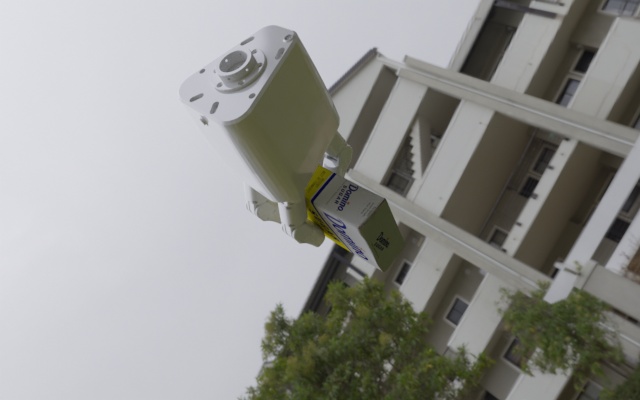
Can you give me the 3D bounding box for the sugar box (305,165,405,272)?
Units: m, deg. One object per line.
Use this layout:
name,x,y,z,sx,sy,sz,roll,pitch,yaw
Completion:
sugar box,0.000,0.002,0.506,0.176,0.048,0.093,32,-16,37
